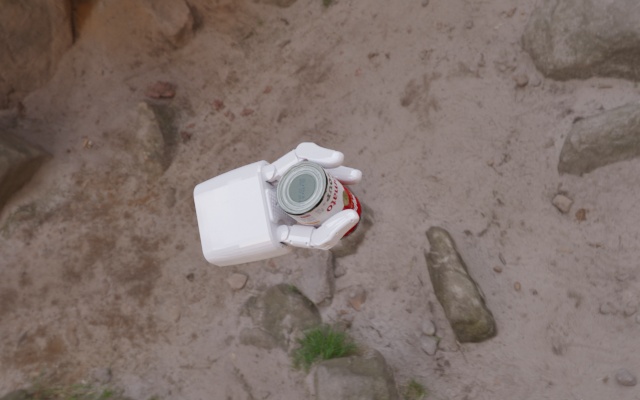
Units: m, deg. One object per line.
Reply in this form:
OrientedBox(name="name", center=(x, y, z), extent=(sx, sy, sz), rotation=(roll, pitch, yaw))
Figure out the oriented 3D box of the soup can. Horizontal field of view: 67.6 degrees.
OrientedBox(name="soup can", center=(0.000, 0.002, 0.577), extent=(0.068, 0.068, 0.102), rotation=(0, -20, 29))
